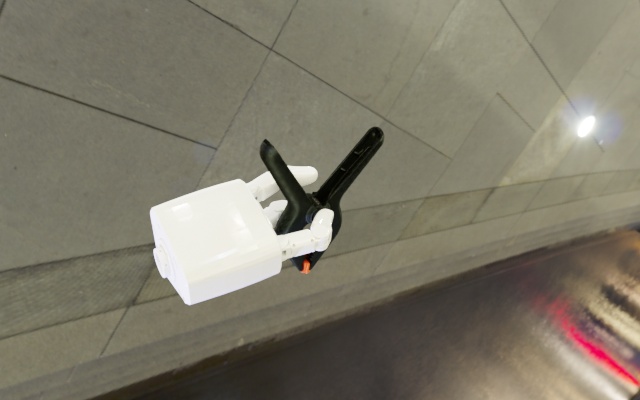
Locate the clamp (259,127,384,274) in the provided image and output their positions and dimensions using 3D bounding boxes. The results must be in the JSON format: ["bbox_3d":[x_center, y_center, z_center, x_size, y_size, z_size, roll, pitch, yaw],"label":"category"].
[{"bbox_3d":[0.000,0.003,0.595,0.164,0.210,0.036,-17,42,-26],"label":"clamp"}]
